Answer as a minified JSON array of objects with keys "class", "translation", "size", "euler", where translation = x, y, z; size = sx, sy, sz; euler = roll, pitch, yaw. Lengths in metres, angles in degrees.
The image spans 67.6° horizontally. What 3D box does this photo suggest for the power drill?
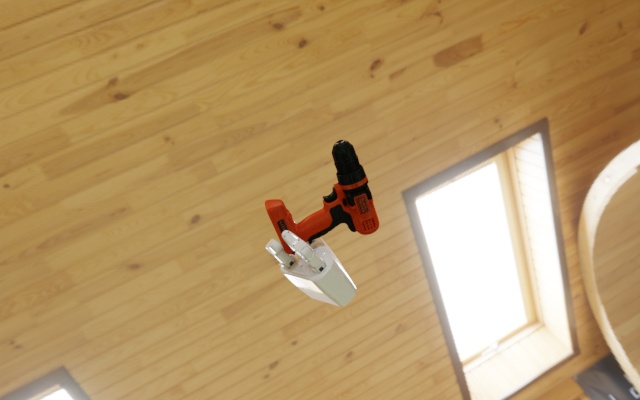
[{"class":"power drill","translation":[0.000,0.003,0.851],"size":[0.187,0.184,0.057],"euler":[-21,20,-2]}]
